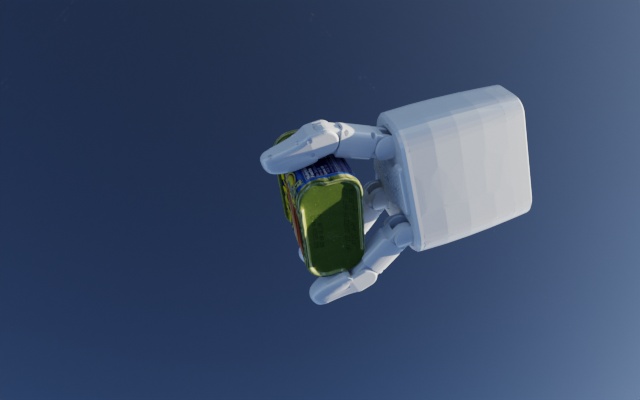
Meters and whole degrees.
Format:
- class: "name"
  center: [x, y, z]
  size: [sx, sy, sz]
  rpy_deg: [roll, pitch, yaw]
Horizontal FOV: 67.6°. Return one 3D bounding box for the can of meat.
- class: "can of meat"
  center: [0.000, 0.001, 0.406]
  size: [0.057, 0.102, 0.084]
  rpy_deg: [-14, 37, -9]
